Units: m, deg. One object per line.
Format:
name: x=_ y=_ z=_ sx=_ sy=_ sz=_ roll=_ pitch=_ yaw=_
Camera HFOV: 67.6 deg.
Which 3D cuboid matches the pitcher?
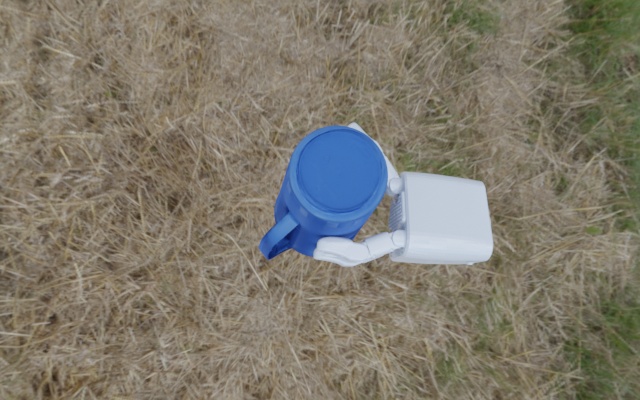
pitcher: x=0.000 y=0.002 z=0.613 sx=0.145 sy=0.149 sz=0.243 roll=8 pitch=-13 yaw=-4
